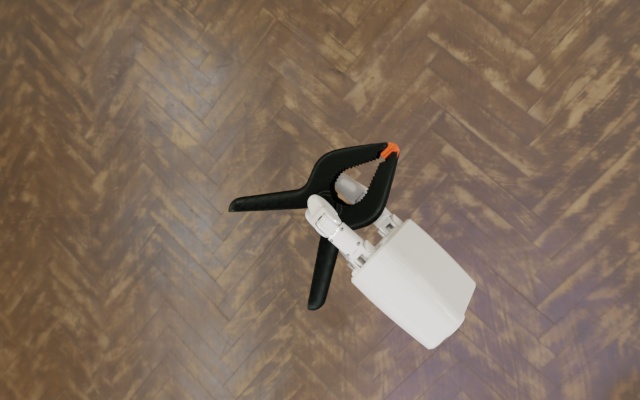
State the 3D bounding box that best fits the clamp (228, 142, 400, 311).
[{"bbox_3d":[0.000,0.002,0.548,0.164,0.210,0.036,43,15,8],"label":"clamp"}]
